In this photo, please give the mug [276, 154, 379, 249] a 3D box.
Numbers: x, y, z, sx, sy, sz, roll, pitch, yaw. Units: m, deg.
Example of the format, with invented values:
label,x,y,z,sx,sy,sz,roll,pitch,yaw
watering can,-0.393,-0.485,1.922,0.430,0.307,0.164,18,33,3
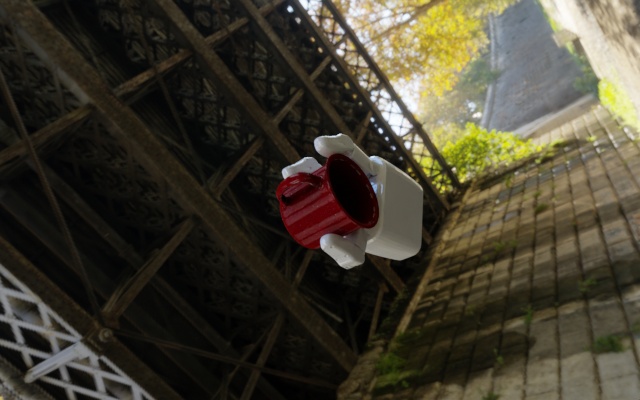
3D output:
label,x,y,z,sx,sy,sz,roll,pitch,yaw
mug,-0.001,0.002,0.543,0.081,0.093,0.117,-30,-35,32
